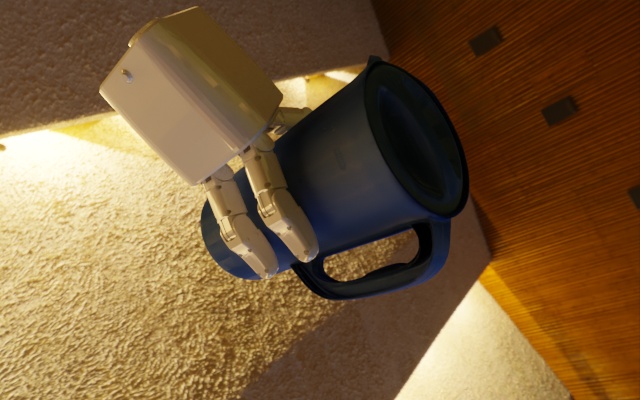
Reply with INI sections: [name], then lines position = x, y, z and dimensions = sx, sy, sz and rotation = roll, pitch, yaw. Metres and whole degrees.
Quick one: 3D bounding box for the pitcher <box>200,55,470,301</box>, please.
[pitcher]
position = 0.000, 0.001, 0.430
dimensions = 0.243, 0.145, 0.149
rotation = -28, 24, 39
